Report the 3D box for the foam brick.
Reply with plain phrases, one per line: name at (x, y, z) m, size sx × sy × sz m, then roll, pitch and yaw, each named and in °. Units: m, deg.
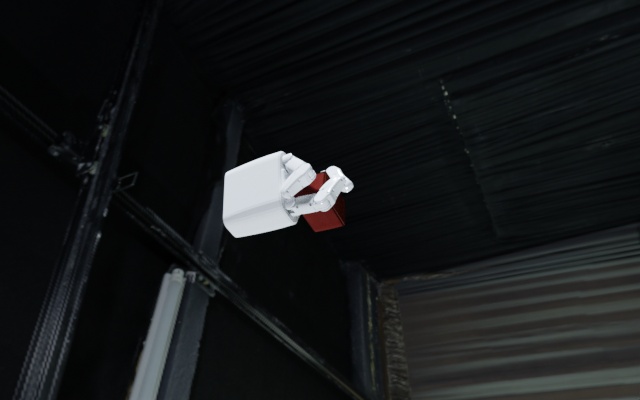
foam brick at (0.000, 0.003, 0.744) m, size 0.051 × 0.053 × 0.078 m, roll -17°, pitch -49°, yaw 20°
